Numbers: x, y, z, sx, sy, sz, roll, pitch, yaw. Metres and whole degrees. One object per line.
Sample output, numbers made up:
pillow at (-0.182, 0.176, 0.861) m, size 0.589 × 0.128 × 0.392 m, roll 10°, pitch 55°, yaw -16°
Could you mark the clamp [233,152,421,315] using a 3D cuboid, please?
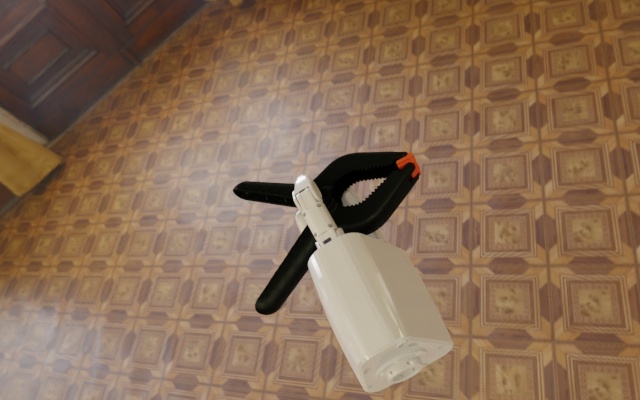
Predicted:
clamp at (0.000, 0.001, 0.499) m, size 0.210 × 0.164 × 0.036 m, roll -32°, pitch -36°, yaw 8°
